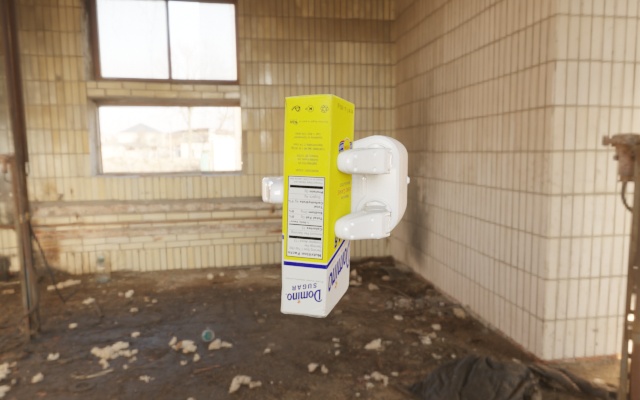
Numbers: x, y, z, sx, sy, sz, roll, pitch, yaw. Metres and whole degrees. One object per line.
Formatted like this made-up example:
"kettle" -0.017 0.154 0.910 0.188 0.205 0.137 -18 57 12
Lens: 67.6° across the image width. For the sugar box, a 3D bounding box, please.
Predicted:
"sugar box" 0.001 0.001 0.416 0.048 0.176 0.093 1 7 16
